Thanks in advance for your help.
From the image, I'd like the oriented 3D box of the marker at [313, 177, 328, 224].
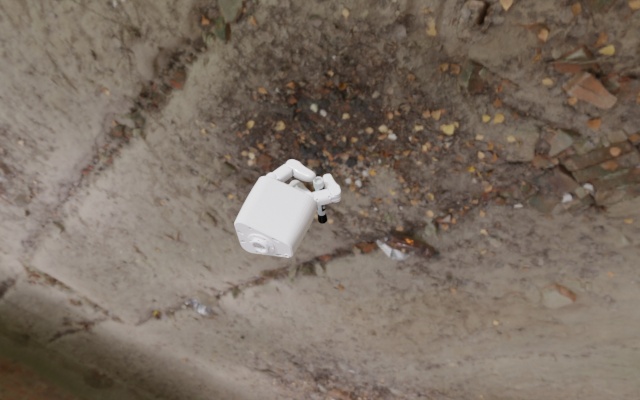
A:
[{"bbox_3d":[0.000,0.003,0.894,0.020,0.020,0.121,0,-40,5],"label":"marker"}]
